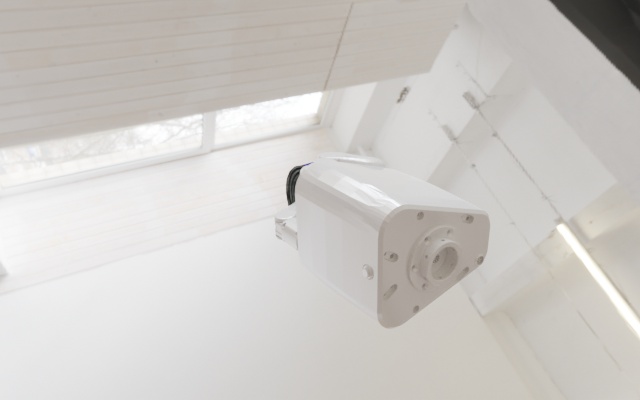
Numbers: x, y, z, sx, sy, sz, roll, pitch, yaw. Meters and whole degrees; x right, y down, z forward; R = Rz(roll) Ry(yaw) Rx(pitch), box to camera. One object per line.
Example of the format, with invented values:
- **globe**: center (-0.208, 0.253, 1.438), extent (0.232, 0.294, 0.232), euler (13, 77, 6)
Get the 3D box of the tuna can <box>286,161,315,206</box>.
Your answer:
- **tuna can**: center (0.001, 0.001, 0.495), extent (0.033, 0.086, 0.086), euler (-19, 9, -29)
